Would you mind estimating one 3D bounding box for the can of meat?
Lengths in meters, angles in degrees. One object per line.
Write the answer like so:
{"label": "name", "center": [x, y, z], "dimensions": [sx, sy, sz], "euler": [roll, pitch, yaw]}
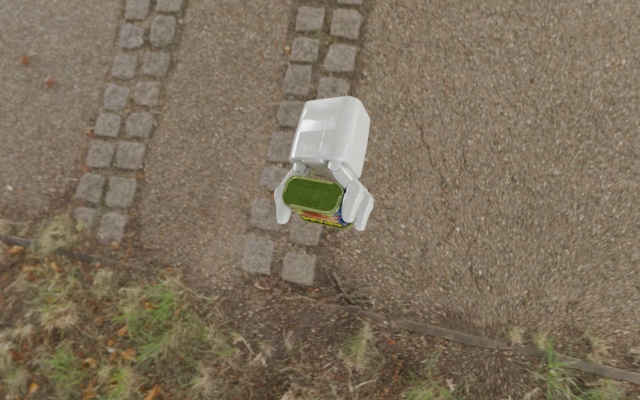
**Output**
{"label": "can of meat", "center": [0.000, 0.002, 0.746], "dimensions": [0.102, 0.057, 0.084], "euler": [11, -13, 23]}
